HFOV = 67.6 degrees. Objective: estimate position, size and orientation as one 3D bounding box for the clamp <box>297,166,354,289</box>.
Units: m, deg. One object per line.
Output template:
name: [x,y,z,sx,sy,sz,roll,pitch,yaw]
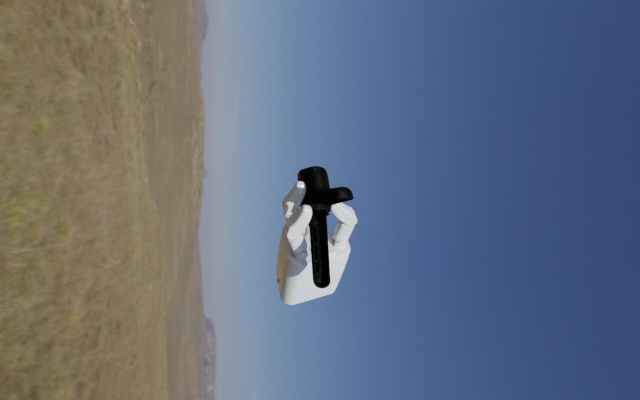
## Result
clamp: [0.001,0.002,0.721,0.036,0.165,0.209,4,38,-17]
